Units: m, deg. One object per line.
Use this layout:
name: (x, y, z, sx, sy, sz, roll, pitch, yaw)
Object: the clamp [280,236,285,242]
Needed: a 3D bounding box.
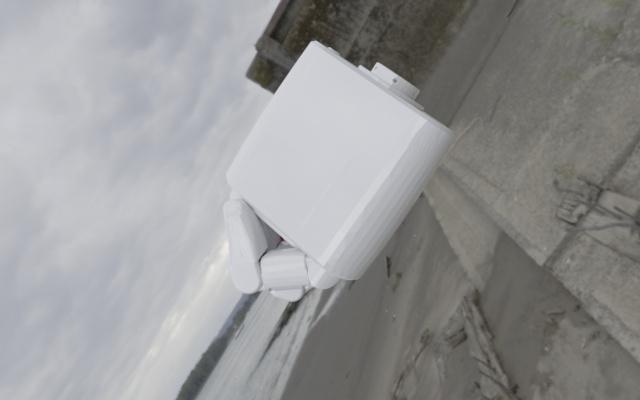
clamp: (-0.001, 0.001, 0.423, 0.039, 0.120, 0.171, 36, 16, -2)
